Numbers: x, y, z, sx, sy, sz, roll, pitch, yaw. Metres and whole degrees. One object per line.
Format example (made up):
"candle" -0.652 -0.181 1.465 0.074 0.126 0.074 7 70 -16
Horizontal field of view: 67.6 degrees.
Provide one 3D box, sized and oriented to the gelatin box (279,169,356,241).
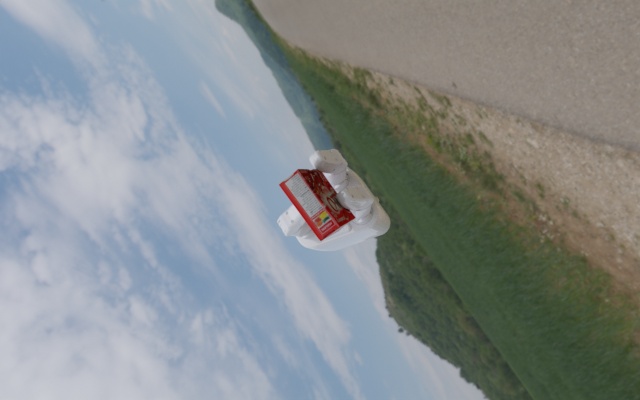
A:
"gelatin box" 0.000 0.002 0.518 0.030 0.073 0.089 -38 -6 14
